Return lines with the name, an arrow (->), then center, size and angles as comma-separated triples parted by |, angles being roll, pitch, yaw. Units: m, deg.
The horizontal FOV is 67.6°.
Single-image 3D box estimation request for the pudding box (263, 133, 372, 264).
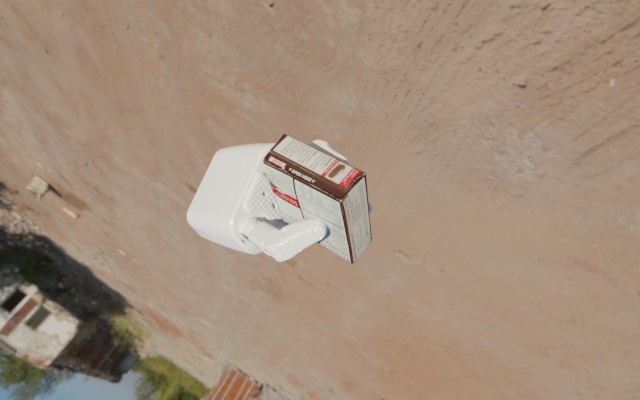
pudding box -> 0.000, 0.002, 0.445 | 0.090, 0.039, 0.114 | 27, -25, 25
